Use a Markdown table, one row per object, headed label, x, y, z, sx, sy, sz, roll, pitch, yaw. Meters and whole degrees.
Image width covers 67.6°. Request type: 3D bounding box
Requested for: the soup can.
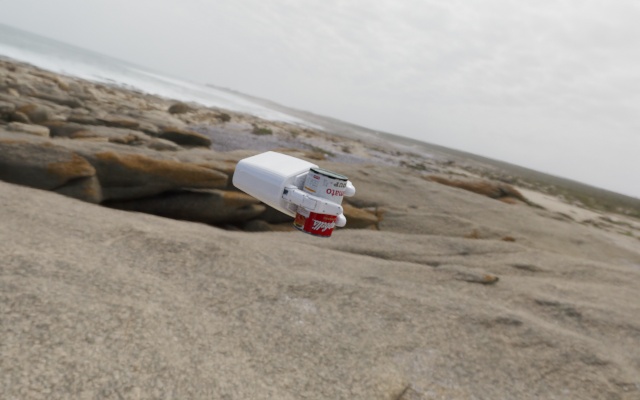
| label | x | y | z | sx | sy | sz | roll | pitch | yaw |
| --- | --- | --- | --- | --- | --- | --- | --- | --- | --- |
| soup can | 0.001 | 0.002 | 0.792 | 0.068 | 0.102 | 0.068 | 16 | 10 | -3 |
